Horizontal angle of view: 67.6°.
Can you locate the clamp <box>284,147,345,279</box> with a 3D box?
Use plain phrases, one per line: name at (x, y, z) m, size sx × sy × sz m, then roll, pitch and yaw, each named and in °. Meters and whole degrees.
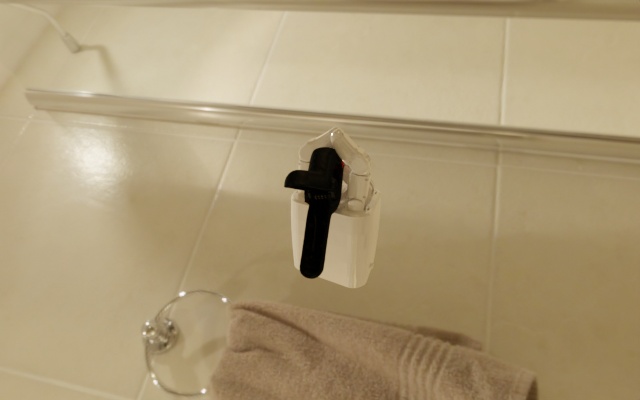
clamp at (0.000, 0.002, 0.527) m, size 0.039 × 0.120 × 0.171 m, roll 7°, pitch 24°, yaw 14°
